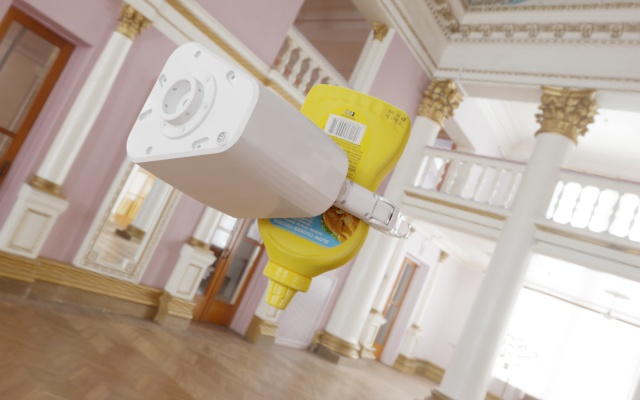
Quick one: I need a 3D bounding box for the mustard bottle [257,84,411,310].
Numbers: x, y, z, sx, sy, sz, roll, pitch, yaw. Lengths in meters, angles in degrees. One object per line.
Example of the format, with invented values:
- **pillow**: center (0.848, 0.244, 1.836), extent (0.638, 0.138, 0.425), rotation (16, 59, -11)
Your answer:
- **mustard bottle**: center (0.000, 0.001, 0.410), extent (0.096, 0.191, 0.058), rotation (22, -8, 13)
